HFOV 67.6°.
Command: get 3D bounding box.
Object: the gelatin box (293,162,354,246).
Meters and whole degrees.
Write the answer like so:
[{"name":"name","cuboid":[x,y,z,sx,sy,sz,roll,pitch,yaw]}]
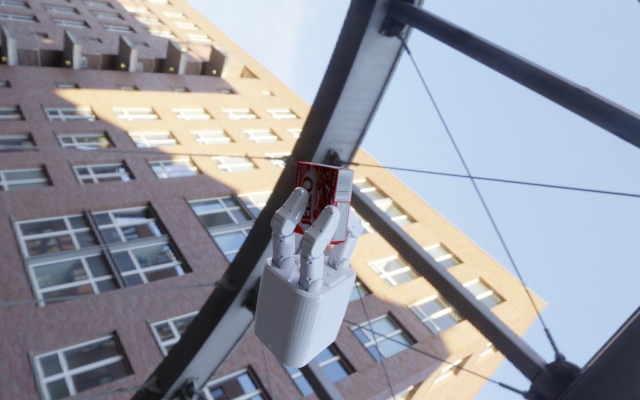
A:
[{"name":"gelatin box","cuboid":[0.000,0.002,0.569,0.030,0.089,0.073,1,9,-43]}]
